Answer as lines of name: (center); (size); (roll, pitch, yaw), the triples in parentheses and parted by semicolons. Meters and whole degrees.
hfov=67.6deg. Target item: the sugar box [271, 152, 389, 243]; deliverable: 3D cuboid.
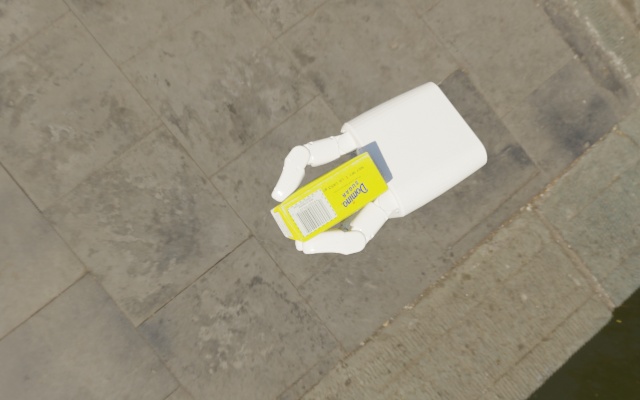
sugar box: (0.000, 0.002, 0.495); (0.093, 0.048, 0.176); (-31, -1, -8)
